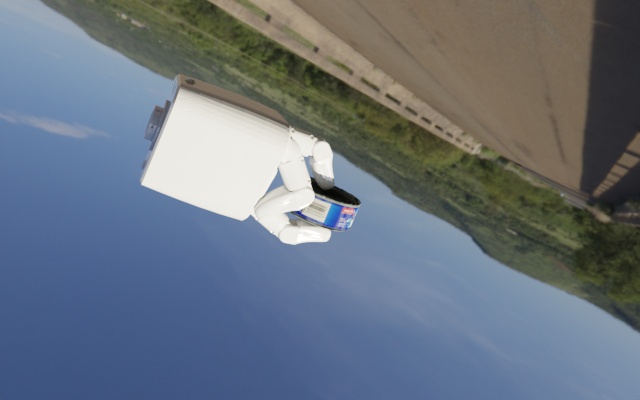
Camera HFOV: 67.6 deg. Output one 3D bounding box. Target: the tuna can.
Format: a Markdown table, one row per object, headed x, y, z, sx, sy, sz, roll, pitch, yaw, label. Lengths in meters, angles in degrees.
| x | y | z | sx | sy | sz | roll | pitch | yaw | label |
| --- | --- | --- | --- | --- | --- | --- | --- | --- | --- |
| 0.000 | 0.002 | 0.539 | 0.086 | 0.034 | 0.086 | 21 | 12 | -5 | tuna can |
